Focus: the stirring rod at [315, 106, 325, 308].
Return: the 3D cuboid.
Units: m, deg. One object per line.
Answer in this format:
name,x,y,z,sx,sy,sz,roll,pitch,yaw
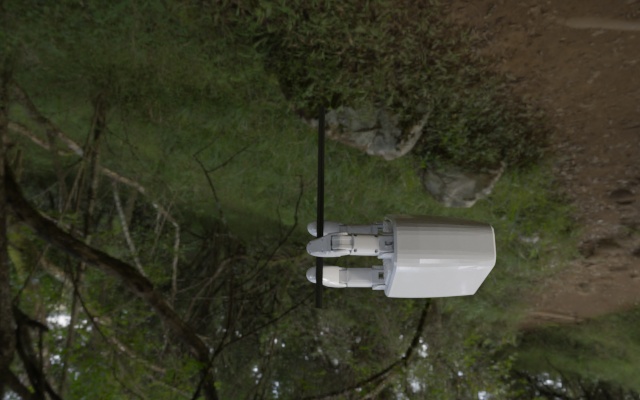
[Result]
stirring rod,0.000,0.002,0.554,0.011,0.239,0.011,1,-15,0
